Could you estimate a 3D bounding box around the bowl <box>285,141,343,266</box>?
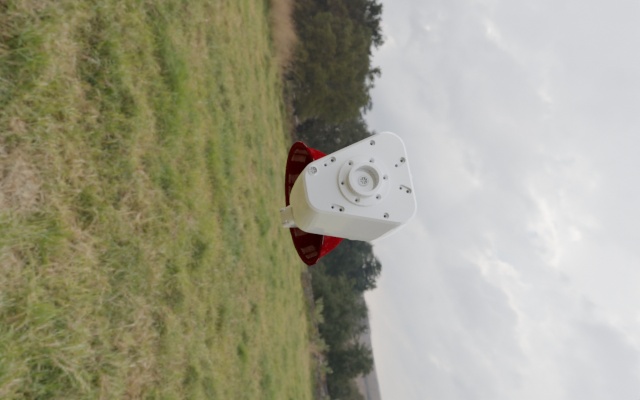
[{"bbox_3d":[0.000,0.002,0.629,0.055,0.162,0.162,-6,2,-20],"label":"bowl"}]
